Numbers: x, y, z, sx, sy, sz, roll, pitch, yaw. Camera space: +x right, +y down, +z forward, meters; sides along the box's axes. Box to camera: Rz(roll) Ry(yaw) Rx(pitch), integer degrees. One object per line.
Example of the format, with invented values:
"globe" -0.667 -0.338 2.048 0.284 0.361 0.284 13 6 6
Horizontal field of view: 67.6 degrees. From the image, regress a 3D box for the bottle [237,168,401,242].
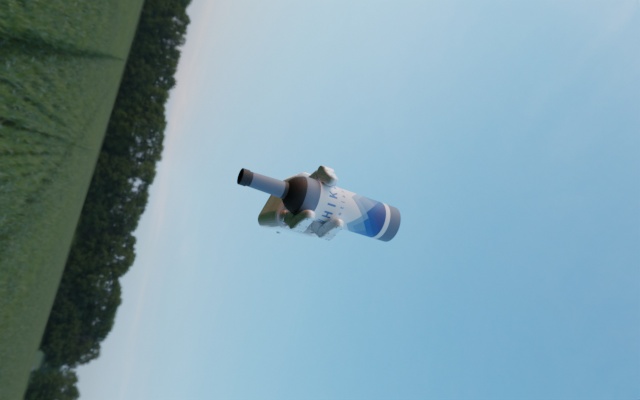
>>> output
"bottle" 0.000 0.003 0.814 0.296 0.069 0.069 18 -8 -25
